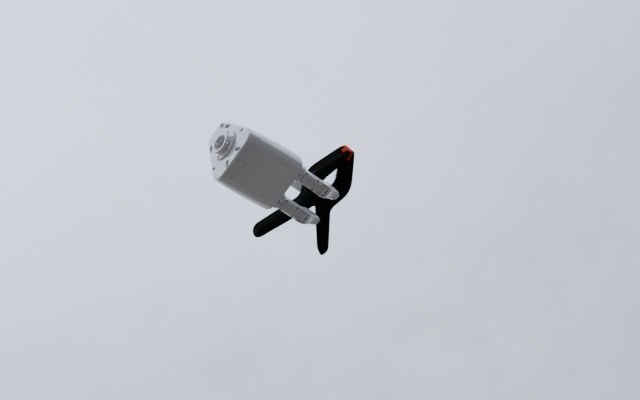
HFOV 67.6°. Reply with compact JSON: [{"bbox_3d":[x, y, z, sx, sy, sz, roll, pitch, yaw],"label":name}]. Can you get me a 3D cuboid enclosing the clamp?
[{"bbox_3d":[0.000,0.002,0.830,0.165,0.210,0.036,29,12,-42],"label":"clamp"}]
